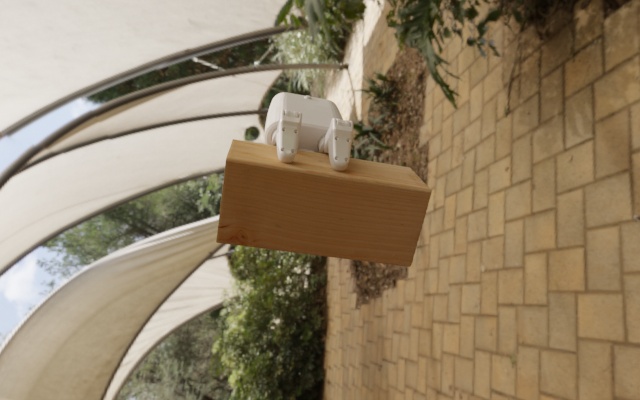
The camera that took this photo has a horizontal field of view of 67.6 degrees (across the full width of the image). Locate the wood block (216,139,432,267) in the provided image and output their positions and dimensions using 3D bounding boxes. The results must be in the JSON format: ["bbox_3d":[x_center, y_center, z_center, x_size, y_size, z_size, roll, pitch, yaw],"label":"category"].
[{"bbox_3d":[0.000,0.002,0.518,0.206,0.091,0.090,8,19,-9],"label":"wood block"}]
